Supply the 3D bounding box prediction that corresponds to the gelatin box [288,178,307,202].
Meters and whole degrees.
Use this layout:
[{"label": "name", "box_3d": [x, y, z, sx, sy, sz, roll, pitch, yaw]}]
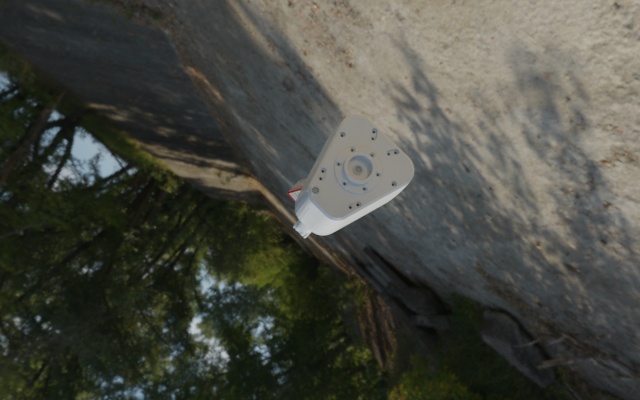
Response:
[{"label": "gelatin box", "box_3d": [0.000, 0.003, 0.659, 0.030, 0.073, 0.089, -47, 12, -18]}]
